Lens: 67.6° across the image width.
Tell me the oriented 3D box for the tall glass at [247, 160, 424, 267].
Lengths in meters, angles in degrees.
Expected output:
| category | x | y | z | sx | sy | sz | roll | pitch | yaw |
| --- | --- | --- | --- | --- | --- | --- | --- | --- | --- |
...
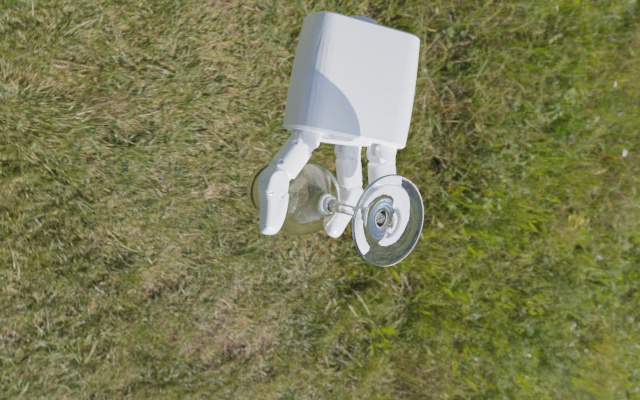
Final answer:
| category | x | y | z | sx | sy | sz | roll | pitch | yaw |
| --- | --- | --- | --- | --- | --- | --- | --- | --- | --- |
| tall glass | 0.000 | 0.002 | 0.456 | 0.079 | 0.079 | 0.201 | 0 | 8 | -34 |
